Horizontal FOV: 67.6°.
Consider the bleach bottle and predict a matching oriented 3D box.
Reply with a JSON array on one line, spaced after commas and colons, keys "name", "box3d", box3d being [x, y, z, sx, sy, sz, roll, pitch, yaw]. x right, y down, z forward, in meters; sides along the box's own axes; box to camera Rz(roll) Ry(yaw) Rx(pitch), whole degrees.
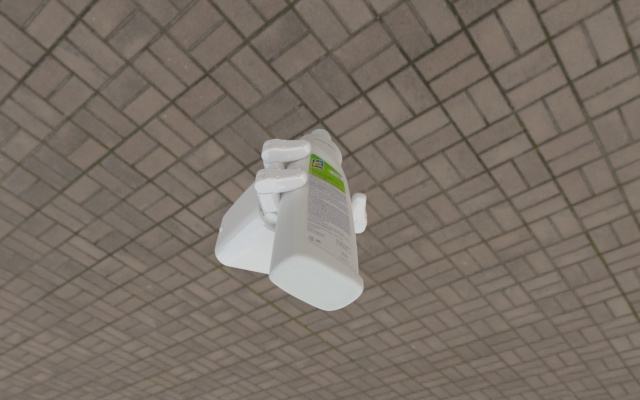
[{"name": "bleach bottle", "box3d": [0.000, 0.002, 0.586, 0.102, 0.250, 0.068, 33, -52, -25]}]
